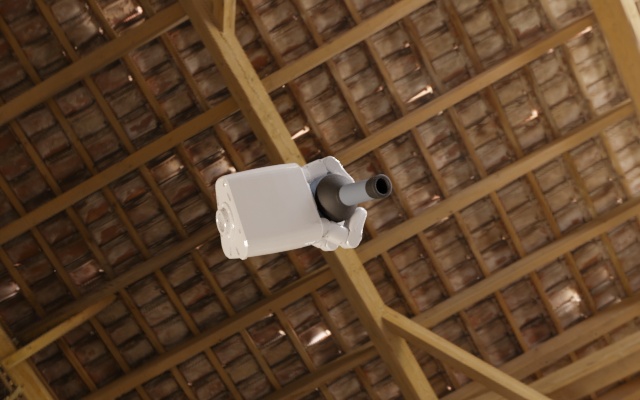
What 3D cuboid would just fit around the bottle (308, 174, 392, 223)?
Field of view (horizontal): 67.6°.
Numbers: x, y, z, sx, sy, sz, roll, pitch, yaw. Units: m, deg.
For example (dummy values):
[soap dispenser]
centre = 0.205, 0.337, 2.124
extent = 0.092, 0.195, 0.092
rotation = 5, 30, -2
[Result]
[bottle]
centre = 0.000, 0.002, 0.673
extent = 0.069, 0.069, 0.296
rotation = 0, -7, -29
